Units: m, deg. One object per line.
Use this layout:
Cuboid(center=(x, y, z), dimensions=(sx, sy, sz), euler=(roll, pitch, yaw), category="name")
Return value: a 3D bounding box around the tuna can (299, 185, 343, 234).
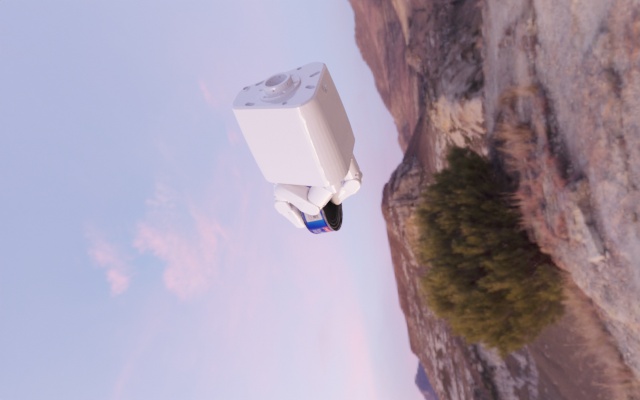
Cuboid(center=(0.000, 0.002, 0.648), dimensions=(0.034, 0.086, 0.086), euler=(-12, -4, 20), category="tuna can")
